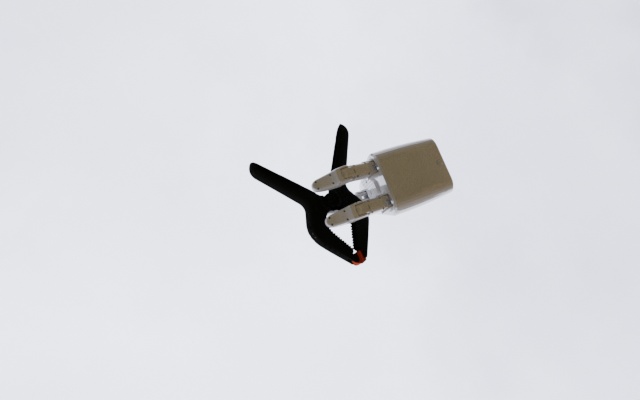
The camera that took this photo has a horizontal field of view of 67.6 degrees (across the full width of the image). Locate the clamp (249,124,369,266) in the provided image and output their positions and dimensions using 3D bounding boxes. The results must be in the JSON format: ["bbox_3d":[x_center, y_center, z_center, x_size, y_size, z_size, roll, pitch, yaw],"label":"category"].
[{"bbox_3d":[0.000,0.003,0.699,0.164,0.210,0.036,-19,-10,-15],"label":"clamp"}]
